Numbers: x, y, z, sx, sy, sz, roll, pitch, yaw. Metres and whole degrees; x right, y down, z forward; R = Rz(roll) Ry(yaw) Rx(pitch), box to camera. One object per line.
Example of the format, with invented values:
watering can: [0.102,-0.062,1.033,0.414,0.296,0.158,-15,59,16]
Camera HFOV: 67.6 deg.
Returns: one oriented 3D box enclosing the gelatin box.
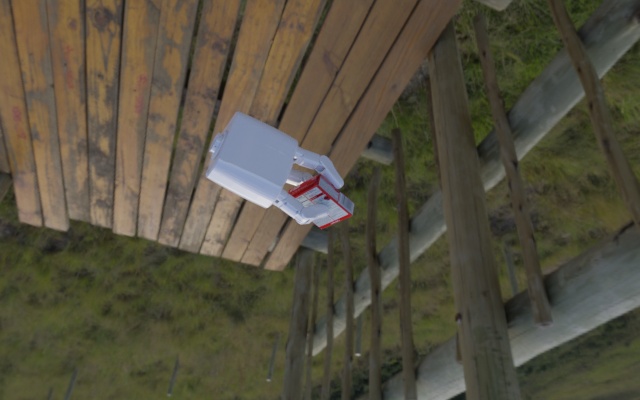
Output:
gelatin box: [0.000,0.003,0.786,0.073,0.030,0.089,-27,-55,38]
